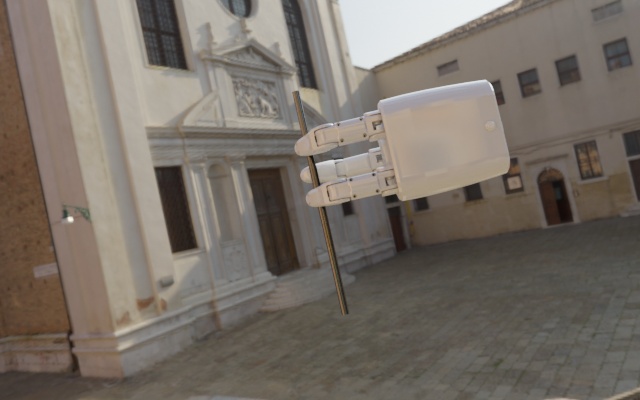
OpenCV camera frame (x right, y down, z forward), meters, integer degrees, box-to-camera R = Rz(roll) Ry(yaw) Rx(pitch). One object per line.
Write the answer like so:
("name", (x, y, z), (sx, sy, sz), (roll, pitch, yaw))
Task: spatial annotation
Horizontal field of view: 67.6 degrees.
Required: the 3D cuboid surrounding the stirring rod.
("stirring rod", (0.000, 0.002, 0.504), (0.011, 0.239, 0.011), (-13, -2, 0))
